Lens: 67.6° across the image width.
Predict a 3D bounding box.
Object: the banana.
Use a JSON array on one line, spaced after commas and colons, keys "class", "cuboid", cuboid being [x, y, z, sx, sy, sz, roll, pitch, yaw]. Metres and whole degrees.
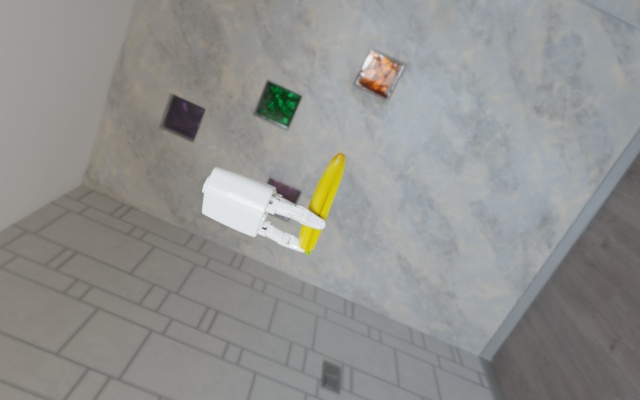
[{"class": "banana", "cuboid": [-0.001, 0.009, 0.839, 0.037, 0.198, 0.069, 21, 8, -3]}]
